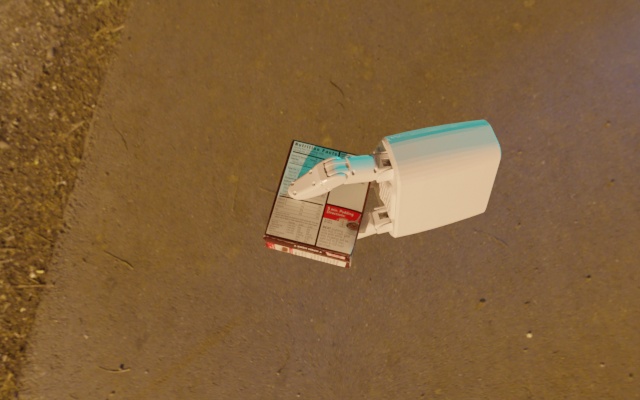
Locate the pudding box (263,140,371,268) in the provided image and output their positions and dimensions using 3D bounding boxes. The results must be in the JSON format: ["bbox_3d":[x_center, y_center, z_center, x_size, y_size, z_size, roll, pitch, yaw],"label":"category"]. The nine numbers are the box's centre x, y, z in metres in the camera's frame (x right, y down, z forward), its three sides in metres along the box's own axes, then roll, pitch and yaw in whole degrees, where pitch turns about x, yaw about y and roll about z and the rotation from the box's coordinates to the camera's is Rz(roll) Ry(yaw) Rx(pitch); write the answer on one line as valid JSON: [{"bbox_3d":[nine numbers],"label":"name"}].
[{"bbox_3d":[0.000,0.002,0.481,0.090,0.113,0.039,14,-24,4],"label":"pudding box"}]
